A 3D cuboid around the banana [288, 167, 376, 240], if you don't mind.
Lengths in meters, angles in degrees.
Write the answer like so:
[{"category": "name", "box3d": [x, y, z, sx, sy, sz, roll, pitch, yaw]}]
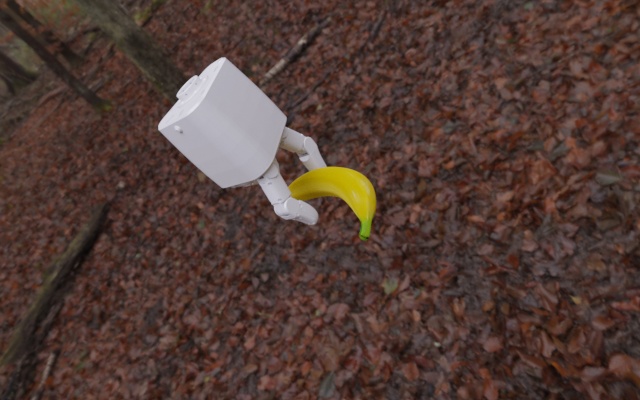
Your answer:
[{"category": "banana", "box3d": [0.013, -0.012, 0.594, 0.037, 0.069, 0.197, 44, -10, -30]}]
